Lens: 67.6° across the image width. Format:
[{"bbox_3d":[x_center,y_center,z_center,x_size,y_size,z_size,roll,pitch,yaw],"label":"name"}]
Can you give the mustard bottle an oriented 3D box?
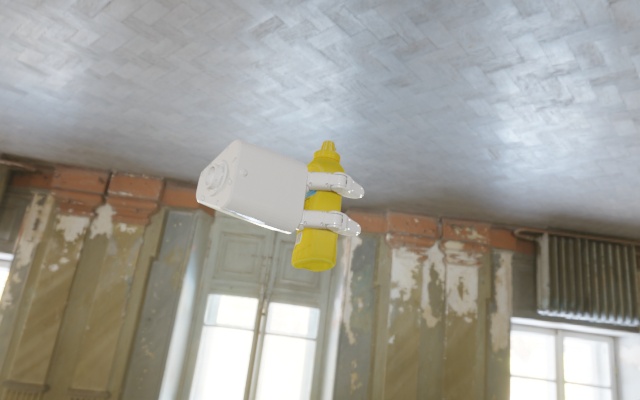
[{"bbox_3d":[0.000,0.003,0.694,0.058,0.191,0.096,11,-18,-13],"label":"mustard bottle"}]
